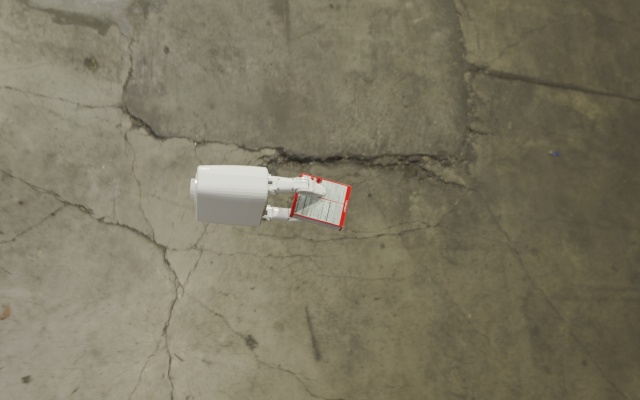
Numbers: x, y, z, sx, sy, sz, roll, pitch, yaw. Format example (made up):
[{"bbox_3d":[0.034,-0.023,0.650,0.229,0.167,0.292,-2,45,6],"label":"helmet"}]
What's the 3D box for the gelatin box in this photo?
[{"bbox_3d":[0.001,0.003,0.785,0.089,0.073,0.030,15,-18,-6],"label":"gelatin box"}]
